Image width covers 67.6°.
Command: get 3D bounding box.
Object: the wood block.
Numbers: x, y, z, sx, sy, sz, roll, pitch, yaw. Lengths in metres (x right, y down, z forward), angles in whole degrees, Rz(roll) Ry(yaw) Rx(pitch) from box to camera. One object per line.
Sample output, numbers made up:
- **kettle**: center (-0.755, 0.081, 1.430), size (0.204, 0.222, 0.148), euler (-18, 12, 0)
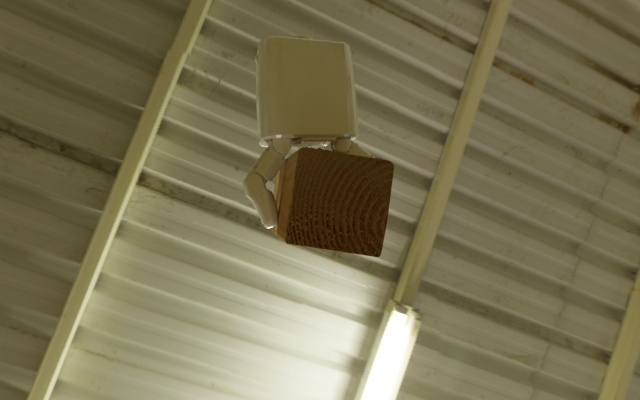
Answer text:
- **wood block**: center (0.000, 0.001, 0.524), size (0.091, 0.090, 0.206), euler (9, -1, -10)
